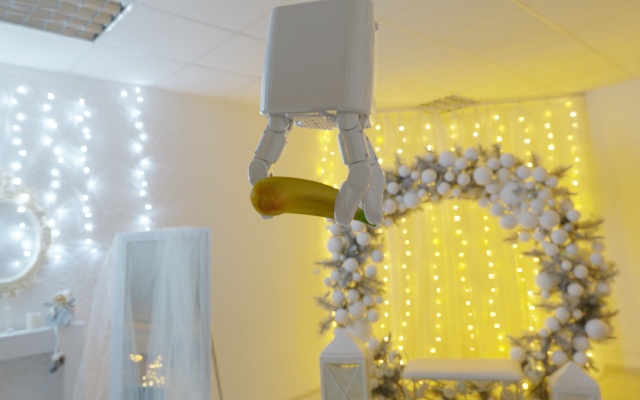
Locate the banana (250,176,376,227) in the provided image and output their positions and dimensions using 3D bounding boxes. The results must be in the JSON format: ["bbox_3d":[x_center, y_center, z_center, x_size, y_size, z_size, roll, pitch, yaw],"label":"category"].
[{"bbox_3d":[-0.013,-0.002,0.458,0.069,0.037,0.198,12,3,33],"label":"banana"}]
